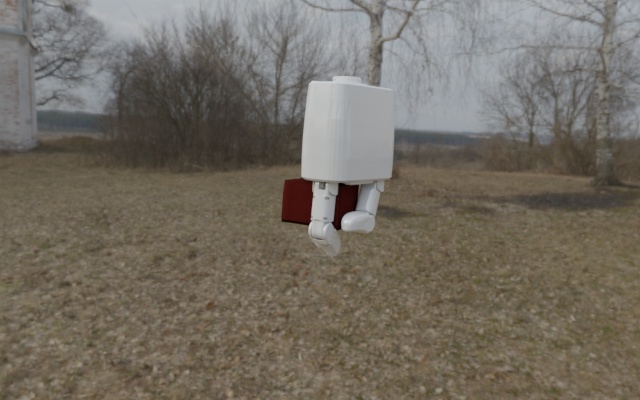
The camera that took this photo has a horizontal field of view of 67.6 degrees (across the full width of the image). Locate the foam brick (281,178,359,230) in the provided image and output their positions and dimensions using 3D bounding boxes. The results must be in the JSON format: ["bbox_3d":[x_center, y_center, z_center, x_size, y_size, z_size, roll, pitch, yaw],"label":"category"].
[{"bbox_3d":[0.000,0.002,0.571,0.078,0.051,0.053,7,10,27],"label":"foam brick"}]
